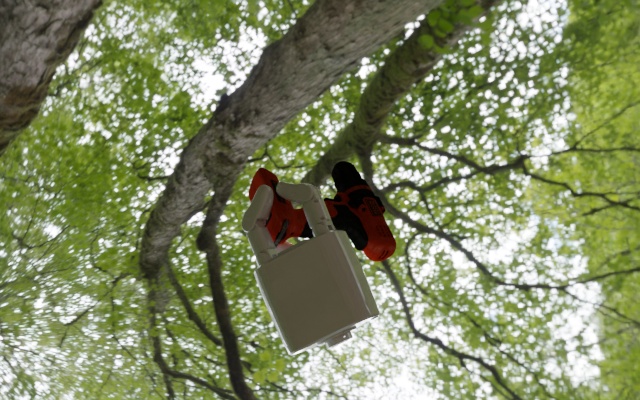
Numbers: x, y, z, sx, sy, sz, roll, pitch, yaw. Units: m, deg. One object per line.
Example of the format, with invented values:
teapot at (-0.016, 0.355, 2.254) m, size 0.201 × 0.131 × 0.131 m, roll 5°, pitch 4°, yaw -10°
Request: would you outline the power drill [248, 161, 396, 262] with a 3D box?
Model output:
power drill at (0.000, 0.002, 0.662) m, size 0.187 × 0.057 × 0.184 m, roll 4°, pitch 41°, yaw -28°
